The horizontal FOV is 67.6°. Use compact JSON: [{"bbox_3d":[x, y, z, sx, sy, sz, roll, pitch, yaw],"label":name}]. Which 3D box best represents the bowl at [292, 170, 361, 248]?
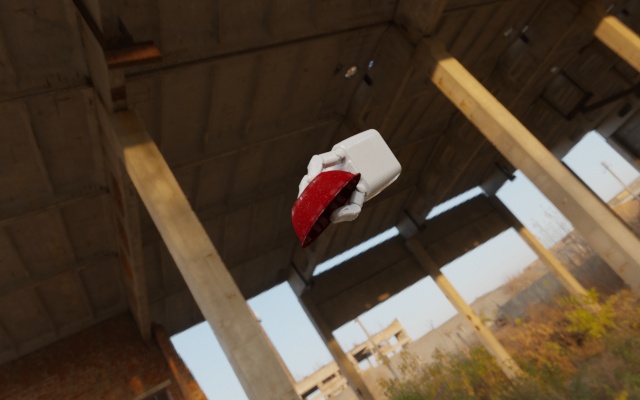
[{"bbox_3d":[-0.001,0.003,0.818,0.055,0.162,0.162,38,7,9],"label":"bowl"}]
